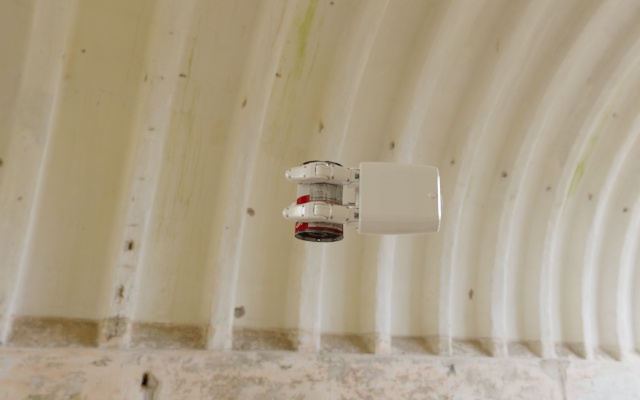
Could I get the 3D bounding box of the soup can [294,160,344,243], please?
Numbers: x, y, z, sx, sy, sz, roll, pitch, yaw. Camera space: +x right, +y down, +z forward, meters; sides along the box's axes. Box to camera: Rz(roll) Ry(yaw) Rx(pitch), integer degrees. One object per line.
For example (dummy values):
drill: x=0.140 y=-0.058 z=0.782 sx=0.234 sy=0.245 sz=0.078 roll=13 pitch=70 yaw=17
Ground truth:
soup can: x=0.000 y=0.002 z=0.670 sx=0.068 sy=0.102 sz=0.068 roll=2 pitch=-17 yaw=1
